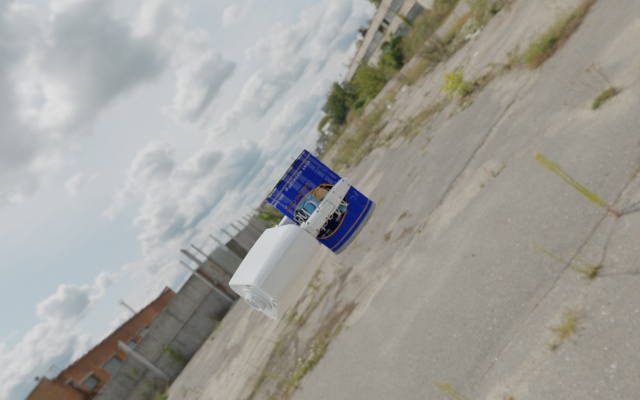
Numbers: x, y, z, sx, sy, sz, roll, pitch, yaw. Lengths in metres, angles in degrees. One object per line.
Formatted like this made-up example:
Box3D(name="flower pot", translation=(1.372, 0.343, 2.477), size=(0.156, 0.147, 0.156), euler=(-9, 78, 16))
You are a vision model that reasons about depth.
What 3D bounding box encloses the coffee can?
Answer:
Box3D(name="coffee can", translation=(0.000, 0.002, 0.745), size=(0.140, 0.103, 0.103), euler=(38, -3, -3))
